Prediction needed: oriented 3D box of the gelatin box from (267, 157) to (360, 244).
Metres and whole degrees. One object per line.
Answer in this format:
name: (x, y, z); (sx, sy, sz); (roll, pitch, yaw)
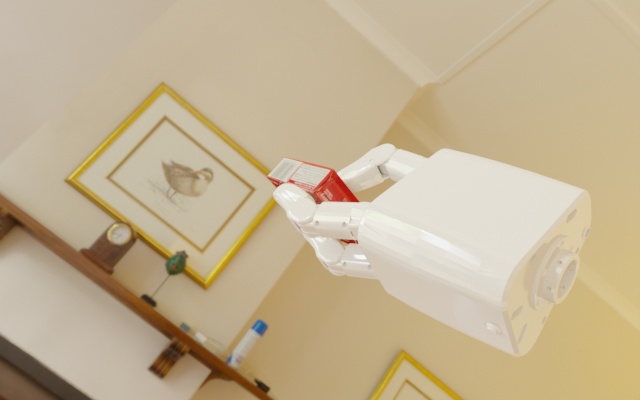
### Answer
gelatin box: (0.000, 0.001, 0.426); (0.073, 0.030, 0.089); (51, -16, -30)
